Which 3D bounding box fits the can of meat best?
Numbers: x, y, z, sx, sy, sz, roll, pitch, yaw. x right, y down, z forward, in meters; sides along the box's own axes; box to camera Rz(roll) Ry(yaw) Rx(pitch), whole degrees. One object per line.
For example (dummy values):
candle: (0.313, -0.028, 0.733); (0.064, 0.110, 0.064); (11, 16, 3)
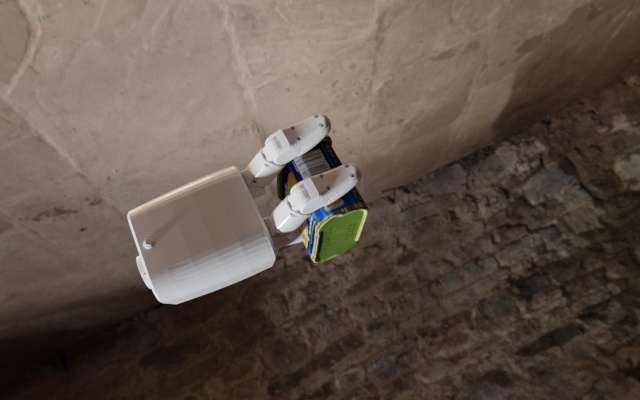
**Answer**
can of meat: (0.000, 0.002, 0.461); (0.057, 0.084, 0.102); (-21, -26, -15)
